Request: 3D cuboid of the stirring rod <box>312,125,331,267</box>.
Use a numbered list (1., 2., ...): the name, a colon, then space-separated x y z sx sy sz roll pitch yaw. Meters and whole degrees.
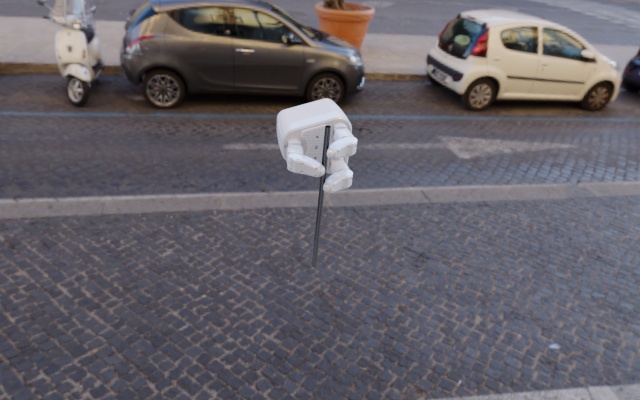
1. stirring rod: 0.000 0.002 0.714 0.011 0.240 0.011 4 30 -2
